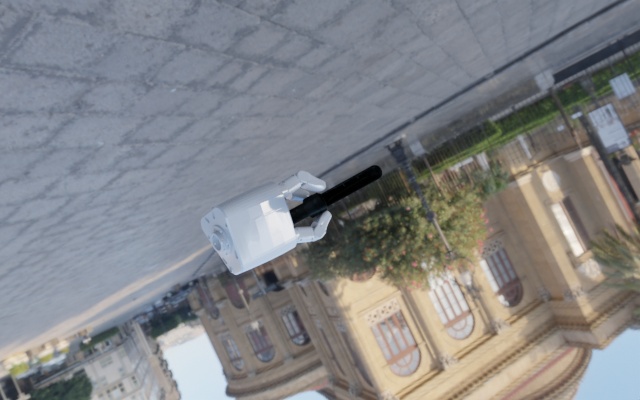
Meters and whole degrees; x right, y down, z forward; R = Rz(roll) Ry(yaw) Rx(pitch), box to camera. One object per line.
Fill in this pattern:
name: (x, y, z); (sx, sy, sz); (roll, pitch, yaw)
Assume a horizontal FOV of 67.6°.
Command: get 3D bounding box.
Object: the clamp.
clamp: (0.000, 0.004, 0.813); (0.164, 0.036, 0.210); (-27, -1, -38)
